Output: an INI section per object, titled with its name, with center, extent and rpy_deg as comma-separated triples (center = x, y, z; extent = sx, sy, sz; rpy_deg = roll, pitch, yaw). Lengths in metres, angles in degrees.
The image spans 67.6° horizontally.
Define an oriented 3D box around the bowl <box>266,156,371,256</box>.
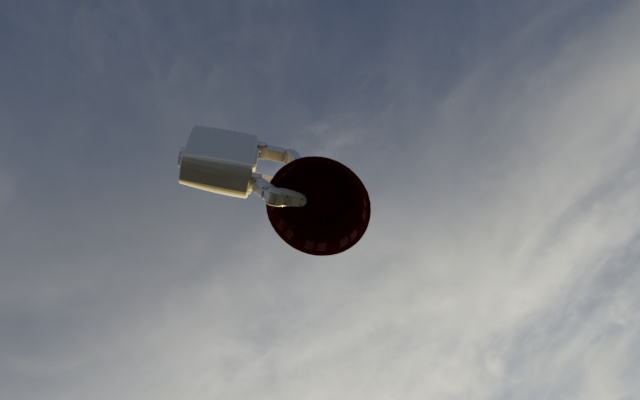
[bowl]
center = 0.001, 0.003, 0.739
extent = 0.162, 0.162, 0.055
rpy_deg = 0, 21, 12
